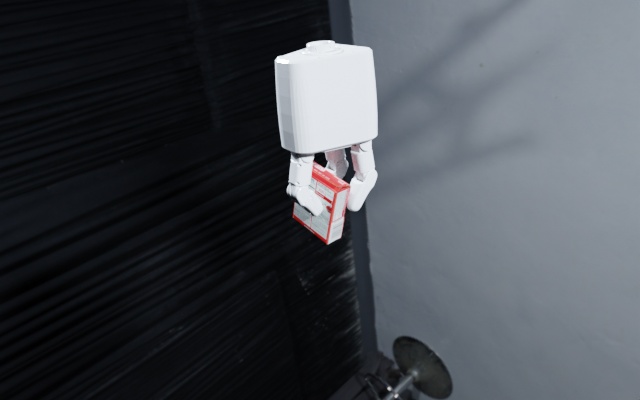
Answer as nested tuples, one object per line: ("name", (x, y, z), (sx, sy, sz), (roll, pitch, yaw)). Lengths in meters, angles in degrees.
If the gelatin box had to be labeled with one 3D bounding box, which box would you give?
("gelatin box", (0.000, 0.003, 0.638), (0.030, 0.089, 0.073), (-23, 45, -38))
